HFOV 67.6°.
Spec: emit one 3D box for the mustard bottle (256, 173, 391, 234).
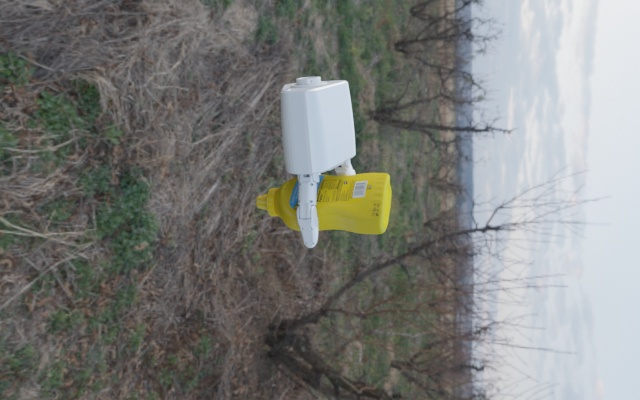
[{"bbox_3d":[0.000,0.003,0.676,0.191,0.058,0.096,0,45,16],"label":"mustard bottle"}]
